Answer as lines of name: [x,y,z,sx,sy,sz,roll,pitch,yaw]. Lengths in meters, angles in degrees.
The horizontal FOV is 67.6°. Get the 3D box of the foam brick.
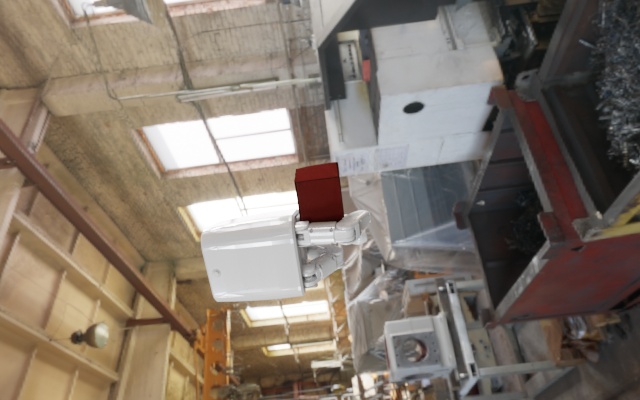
foam brick: [0.000,0.002,0.557,0.051,0.078,0.053,-6,21,3]
